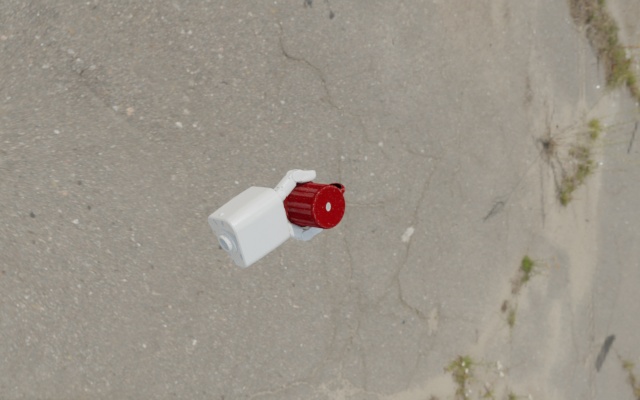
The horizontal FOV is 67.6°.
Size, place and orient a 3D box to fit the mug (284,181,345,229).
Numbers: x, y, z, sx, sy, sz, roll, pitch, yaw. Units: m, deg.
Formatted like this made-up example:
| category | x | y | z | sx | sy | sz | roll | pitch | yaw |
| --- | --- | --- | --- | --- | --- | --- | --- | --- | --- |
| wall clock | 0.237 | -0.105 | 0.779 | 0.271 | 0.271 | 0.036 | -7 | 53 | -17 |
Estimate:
| category | x | y | z | sx | sy | sz | roll | pitch | yaw |
| --- | --- | --- | --- | --- | --- | --- | --- | --- | --- |
| mug | 0.001 | 0.002 | 0.895 | 0.117 | 0.093 | 0.081 | -36 | 26 | -31 |
